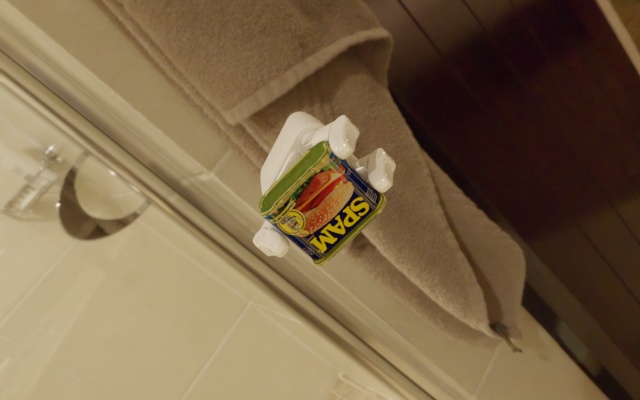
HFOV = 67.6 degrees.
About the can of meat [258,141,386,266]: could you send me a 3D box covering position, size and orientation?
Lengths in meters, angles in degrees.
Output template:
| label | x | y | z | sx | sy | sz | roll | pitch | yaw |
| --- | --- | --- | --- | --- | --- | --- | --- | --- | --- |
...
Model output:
| label | x | y | z | sx | sy | sz | roll | pitch | yaw |
| --- | --- | --- | --- | --- | --- | --- | --- | --- | --- |
| can of meat | 0.000 | 0.001 | 0.485 | 0.084 | 0.102 | 0.057 | 43 | 9 | -21 |
